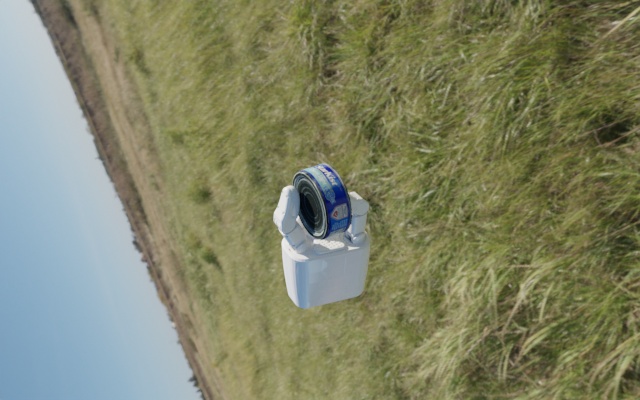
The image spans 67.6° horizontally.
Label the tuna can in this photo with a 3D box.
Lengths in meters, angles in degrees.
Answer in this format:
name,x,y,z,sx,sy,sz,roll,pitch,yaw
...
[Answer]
name,x,y,z,sx,sy,sz,roll,pitch,yaw
tuna can,0.000,0.002,0.561,0.034,0.086,0.086,-19,8,-25
